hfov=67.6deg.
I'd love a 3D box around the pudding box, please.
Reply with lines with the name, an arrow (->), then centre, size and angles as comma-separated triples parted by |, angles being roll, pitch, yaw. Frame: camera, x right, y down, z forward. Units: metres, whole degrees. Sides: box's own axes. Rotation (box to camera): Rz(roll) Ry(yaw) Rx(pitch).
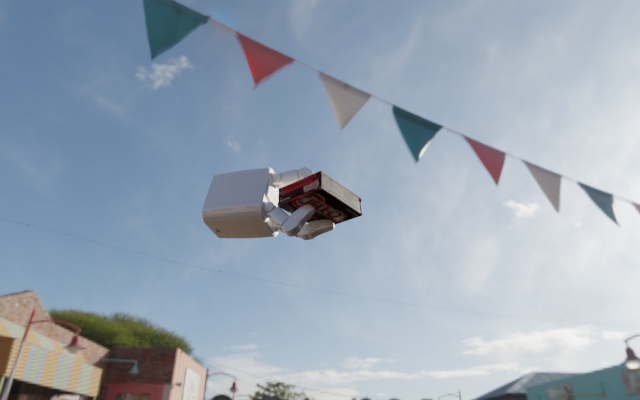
pudding box -> 0.000, 0.002, 0.779 | 0.090, 0.039, 0.113 | -20, -34, 35
